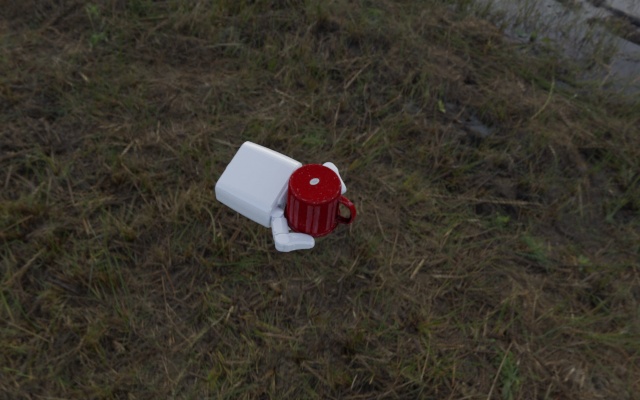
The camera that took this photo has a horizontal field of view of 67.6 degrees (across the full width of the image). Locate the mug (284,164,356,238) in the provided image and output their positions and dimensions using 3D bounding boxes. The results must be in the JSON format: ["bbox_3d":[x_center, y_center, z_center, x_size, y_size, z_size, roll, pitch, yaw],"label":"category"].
[{"bbox_3d":[0.001,0.003,0.740,0.117,0.093,0.082,24,-36,13],"label":"mug"}]
